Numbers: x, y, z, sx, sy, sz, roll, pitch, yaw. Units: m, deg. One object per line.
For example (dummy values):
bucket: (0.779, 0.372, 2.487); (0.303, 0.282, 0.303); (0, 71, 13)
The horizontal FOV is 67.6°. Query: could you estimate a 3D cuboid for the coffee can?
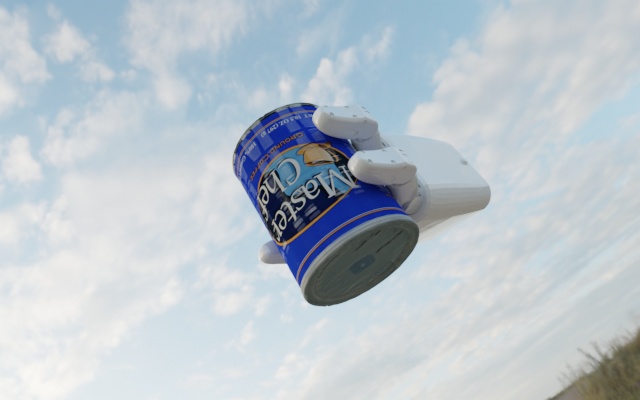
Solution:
coffee can: (0.000, 0.001, 0.400); (0.103, 0.140, 0.103); (-23, -33, -16)
